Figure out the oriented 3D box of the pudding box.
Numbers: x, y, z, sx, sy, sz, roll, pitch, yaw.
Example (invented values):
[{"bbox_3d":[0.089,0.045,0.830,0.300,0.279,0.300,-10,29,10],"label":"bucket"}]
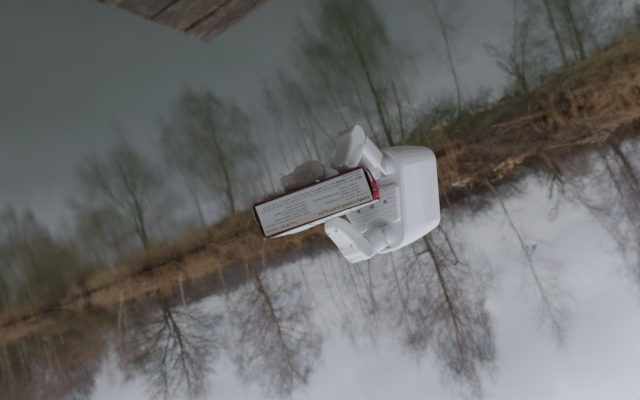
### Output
[{"bbox_3d":[0.000,0.002,0.469,0.113,0.039,0.090,-22,-4,9],"label":"pudding box"}]
